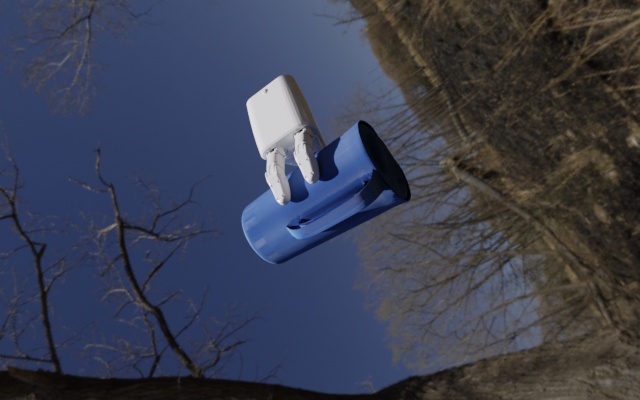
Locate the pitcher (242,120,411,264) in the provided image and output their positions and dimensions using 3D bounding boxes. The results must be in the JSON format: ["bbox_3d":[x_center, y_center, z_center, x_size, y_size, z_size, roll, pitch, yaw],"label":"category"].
[{"bbox_3d":[0.000,0.002,0.708,0.243,0.145,0.149,-32,-28,22],"label":"pitcher"}]
